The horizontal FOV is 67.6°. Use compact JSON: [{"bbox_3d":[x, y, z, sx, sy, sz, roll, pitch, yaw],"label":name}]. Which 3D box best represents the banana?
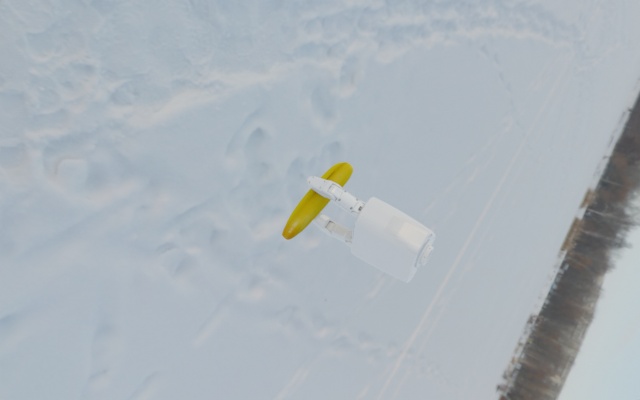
[{"bbox_3d":[0.006,-0.011,0.790,0.037,0.070,0.197,33,50,13],"label":"banana"}]
